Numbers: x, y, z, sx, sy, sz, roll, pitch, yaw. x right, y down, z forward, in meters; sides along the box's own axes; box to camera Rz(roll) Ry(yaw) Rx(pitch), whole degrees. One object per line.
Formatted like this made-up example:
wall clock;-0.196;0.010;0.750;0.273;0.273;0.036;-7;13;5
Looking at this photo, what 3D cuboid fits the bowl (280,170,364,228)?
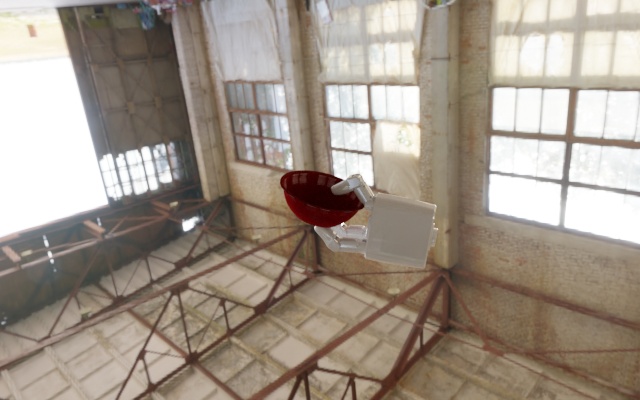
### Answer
bowl;-0.001;0.003;0.868;0.162;0.055;0.162;13;25;-6
